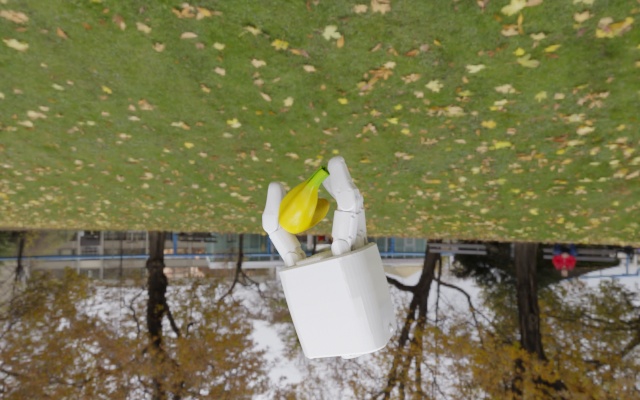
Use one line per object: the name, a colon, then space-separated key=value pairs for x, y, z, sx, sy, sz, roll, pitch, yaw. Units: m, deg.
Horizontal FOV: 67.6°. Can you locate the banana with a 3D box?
banana: x=-0.016 y=0.011 z=0.549 sx=0.069 sy=0.037 sz=0.198 roll=-32 pitch=-7 yaw=-5
